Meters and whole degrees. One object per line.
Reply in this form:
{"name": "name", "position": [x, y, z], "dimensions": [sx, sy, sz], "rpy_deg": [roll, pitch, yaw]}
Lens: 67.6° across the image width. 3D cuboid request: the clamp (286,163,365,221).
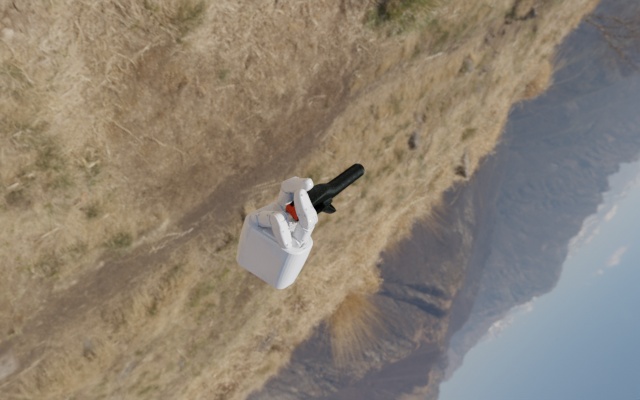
{"name": "clamp", "position": [0.000, 0.003, 0.821], "dimensions": [0.171, 0.120, 0.039], "rpy_deg": [-26, 61, -41]}
